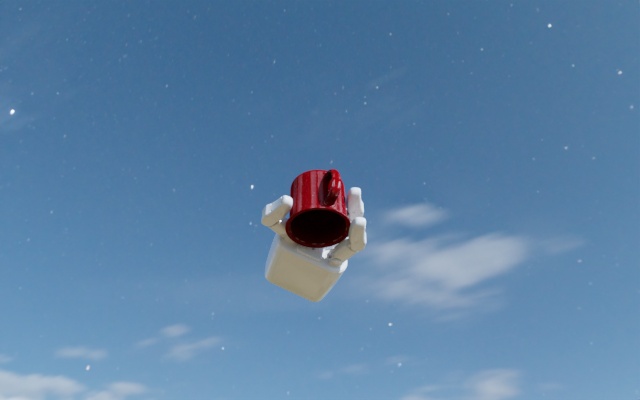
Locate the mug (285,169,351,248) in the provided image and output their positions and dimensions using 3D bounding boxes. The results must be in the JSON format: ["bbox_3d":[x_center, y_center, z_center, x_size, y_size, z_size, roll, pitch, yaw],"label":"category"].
[{"bbox_3d":[0.001,0.001,0.686,0.093,0.081,0.117,12,-43,-15],"label":"mug"}]
